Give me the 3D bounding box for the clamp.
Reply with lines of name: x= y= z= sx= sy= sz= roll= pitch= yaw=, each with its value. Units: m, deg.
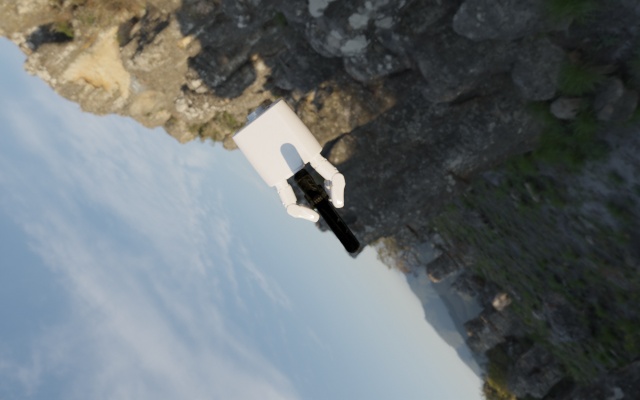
clamp: x=-0.001 y=0.003 z=0.828 sx=0.036 sy=0.164 sz=0.210 roll=-35 pitch=15 yaw=0
